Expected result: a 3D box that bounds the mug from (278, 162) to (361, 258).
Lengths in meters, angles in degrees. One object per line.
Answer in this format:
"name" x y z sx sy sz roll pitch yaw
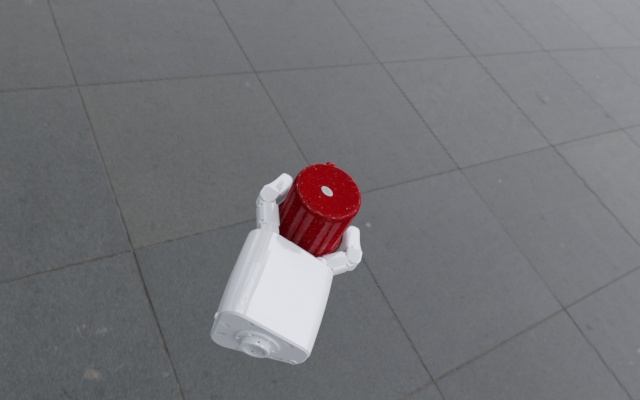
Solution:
"mug" 0.001 0.001 0.578 0.093 0.117 0.081 22 -40 -7
